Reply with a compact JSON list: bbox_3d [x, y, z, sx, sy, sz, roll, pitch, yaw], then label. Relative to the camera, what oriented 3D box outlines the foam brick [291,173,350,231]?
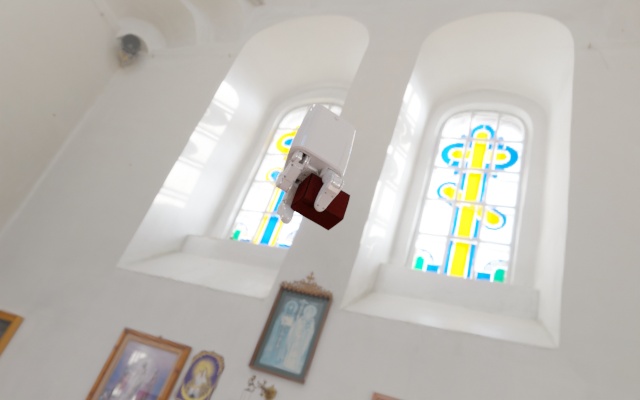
[{"bbox_3d":[0.000,0.003,0.780,0.078,0.051,0.053,30,-35,-16],"label":"foam brick"}]
